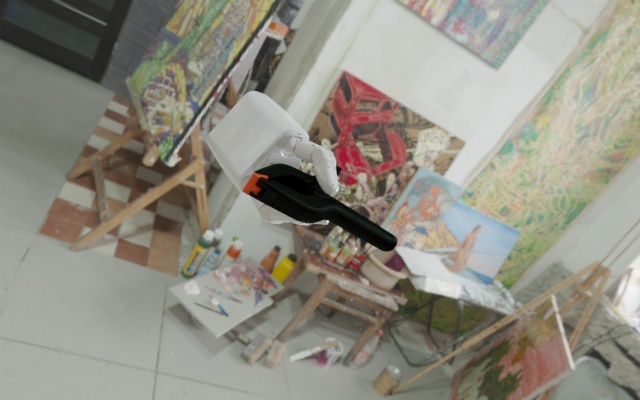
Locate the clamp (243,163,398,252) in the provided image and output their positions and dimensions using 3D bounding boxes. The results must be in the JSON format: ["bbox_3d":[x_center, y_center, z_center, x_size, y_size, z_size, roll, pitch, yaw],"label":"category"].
[{"bbox_3d":[0.000,0.001,0.596,0.210,0.036,0.164,6,37,-50],"label":"clamp"}]
